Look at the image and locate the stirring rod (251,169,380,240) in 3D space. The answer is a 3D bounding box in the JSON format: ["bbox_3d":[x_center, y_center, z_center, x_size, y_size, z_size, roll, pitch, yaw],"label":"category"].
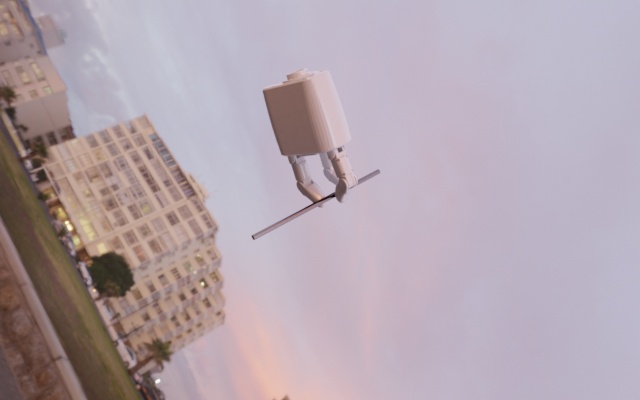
[{"bbox_3d":[0.000,0.002,0.724,0.239,0.011,0.011,-28,13,-27],"label":"stirring rod"}]
